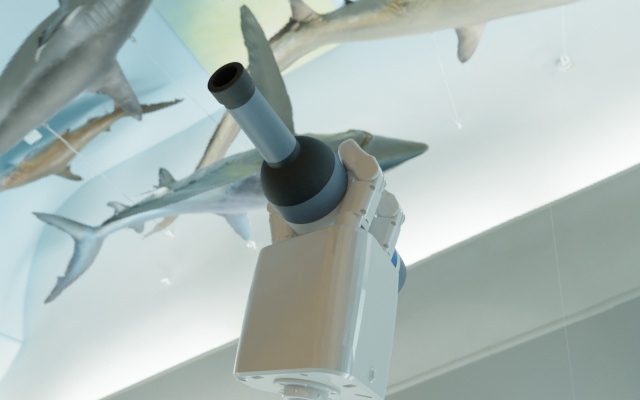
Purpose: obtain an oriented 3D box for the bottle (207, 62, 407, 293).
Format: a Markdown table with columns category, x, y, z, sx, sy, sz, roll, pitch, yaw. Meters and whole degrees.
| category | x | y | z | sx | sy | sz | roll | pitch | yaw |
| --- | --- | --- | --- | --- | --- | --- | --- | --- | --- |
| bottle | 0.000 | 0.001 | 0.411 | 0.069 | 0.069 | 0.296 | 0 | -33 | 30 |
